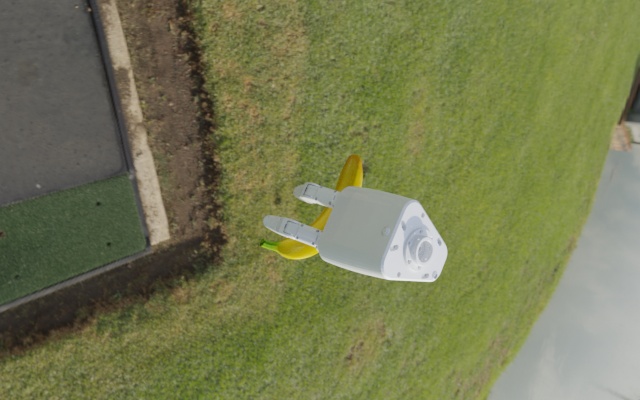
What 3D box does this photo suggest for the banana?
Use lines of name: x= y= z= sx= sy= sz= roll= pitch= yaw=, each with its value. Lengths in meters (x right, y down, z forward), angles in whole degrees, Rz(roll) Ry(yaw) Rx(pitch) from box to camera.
banana: x=0.008 y=0.019 z=0.669 sx=0.197 sy=0.070 sz=0.037 roll=-45 pitch=25 yaw=-23
